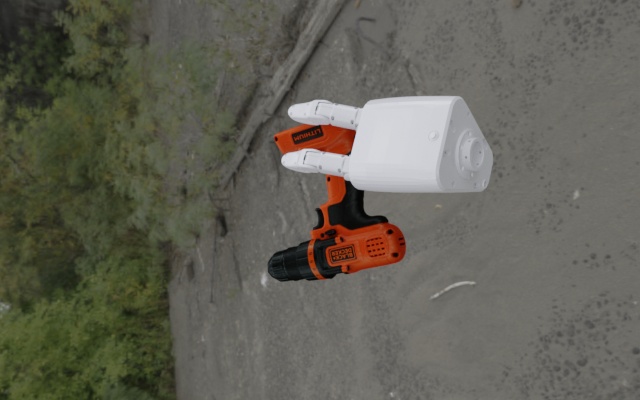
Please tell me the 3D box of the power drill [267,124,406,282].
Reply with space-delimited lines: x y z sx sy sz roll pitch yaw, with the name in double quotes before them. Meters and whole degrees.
"power drill" 0.000 0.001 0.584 0.184 0.187 0.057 -15 -4 26
